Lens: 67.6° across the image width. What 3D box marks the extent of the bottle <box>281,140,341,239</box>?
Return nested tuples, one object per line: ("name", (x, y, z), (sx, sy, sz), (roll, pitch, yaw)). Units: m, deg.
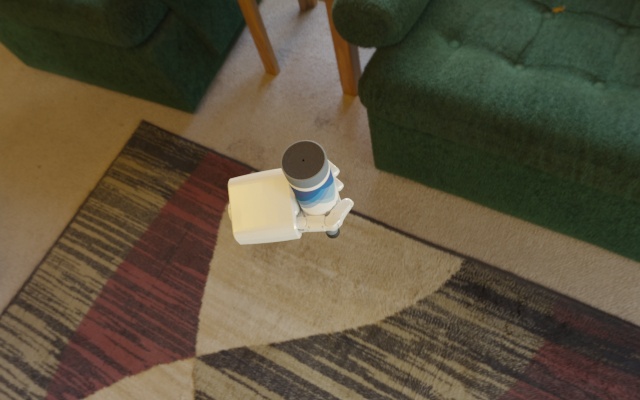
("bottle", (0.000, 0.003, 0.806), (0.069, 0.069, 0.296), (0, -24, 11))
